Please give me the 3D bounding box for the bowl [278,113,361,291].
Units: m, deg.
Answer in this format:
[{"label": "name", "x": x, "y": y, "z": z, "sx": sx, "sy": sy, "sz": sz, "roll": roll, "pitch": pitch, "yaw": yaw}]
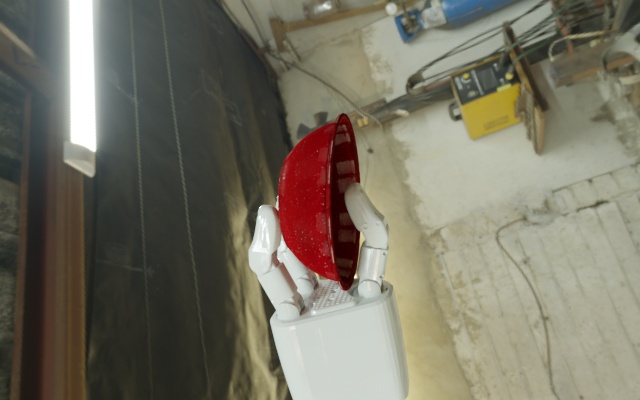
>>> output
[{"label": "bowl", "x": 0.000, "y": 0.000, "z": 0.444, "sx": 0.055, "sy": 0.162, "sz": 0.162, "roll": 0, "pitch": 0, "yaw": 13}]
